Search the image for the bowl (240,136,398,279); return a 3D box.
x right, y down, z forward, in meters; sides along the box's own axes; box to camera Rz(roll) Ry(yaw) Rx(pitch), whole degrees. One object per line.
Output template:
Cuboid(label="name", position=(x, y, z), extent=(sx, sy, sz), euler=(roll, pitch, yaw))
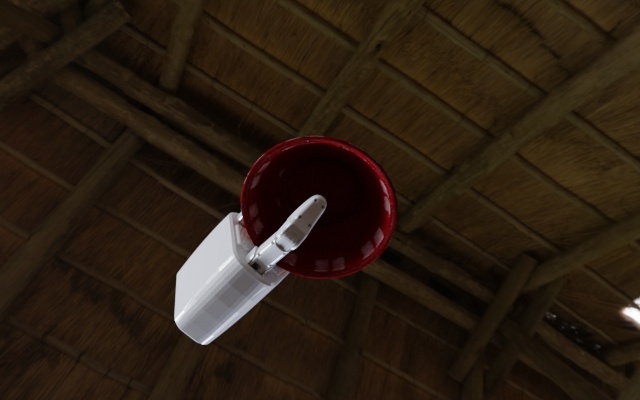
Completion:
Cuboid(label="bowl", position=(0.001, 0.001, 0.511), extent=(0.162, 0.162, 0.055), euler=(0, 24, 7))
